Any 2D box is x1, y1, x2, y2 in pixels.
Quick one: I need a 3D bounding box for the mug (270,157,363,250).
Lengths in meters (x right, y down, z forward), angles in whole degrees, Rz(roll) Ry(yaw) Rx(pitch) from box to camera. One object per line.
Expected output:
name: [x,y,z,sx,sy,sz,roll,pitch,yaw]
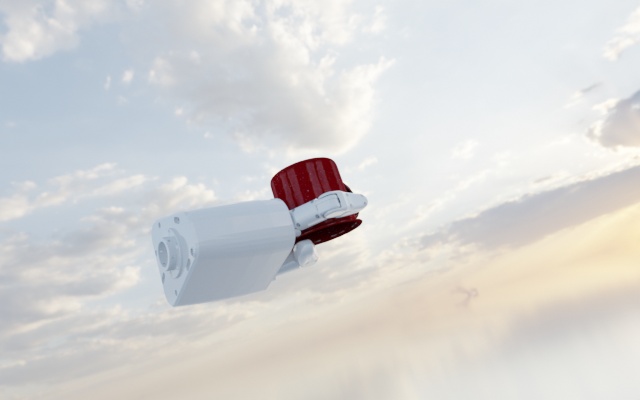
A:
mug: [0.001,0.001,0.555,0.117,0.081,0.093,-6,-19,-42]
